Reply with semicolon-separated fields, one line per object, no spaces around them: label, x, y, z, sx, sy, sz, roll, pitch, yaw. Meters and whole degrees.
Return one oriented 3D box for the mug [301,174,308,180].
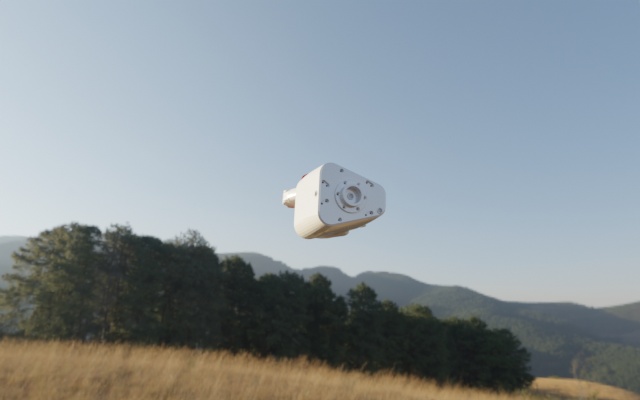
mug;0.000;0.003;0.836;0.093;0.081;0.117;9;-14;-18
